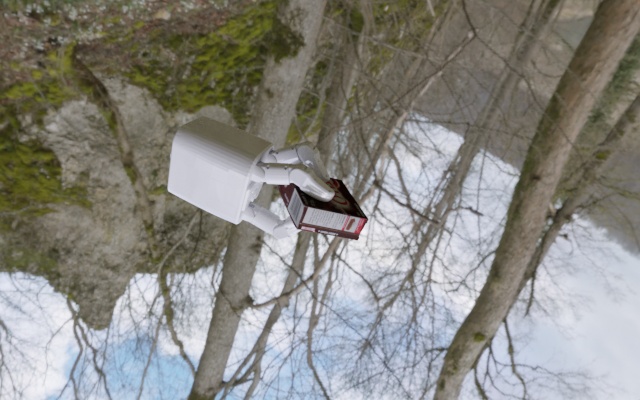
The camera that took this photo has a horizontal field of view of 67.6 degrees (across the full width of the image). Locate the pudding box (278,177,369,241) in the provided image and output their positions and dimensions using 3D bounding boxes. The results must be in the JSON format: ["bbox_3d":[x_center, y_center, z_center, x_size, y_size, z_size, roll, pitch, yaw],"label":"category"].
[{"bbox_3d":[0.000,0.002,0.625,0.090,0.039,0.113,11,27,-24],"label":"pudding box"}]
